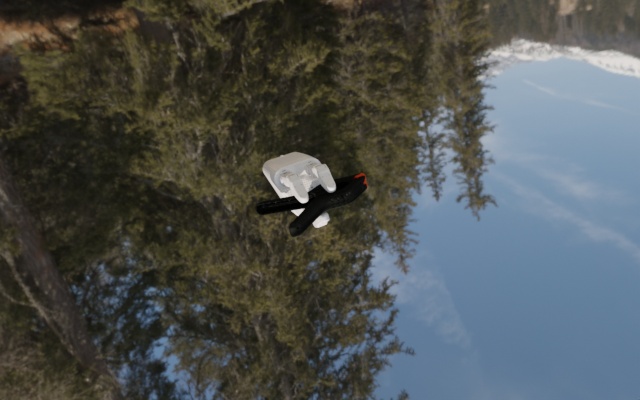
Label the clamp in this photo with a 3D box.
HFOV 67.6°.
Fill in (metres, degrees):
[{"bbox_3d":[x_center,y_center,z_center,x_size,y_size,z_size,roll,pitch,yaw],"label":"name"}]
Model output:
[{"bbox_3d":[0.001,0.003,0.863,0.210,0.036,0.164,-21,24,-16],"label":"clamp"}]
